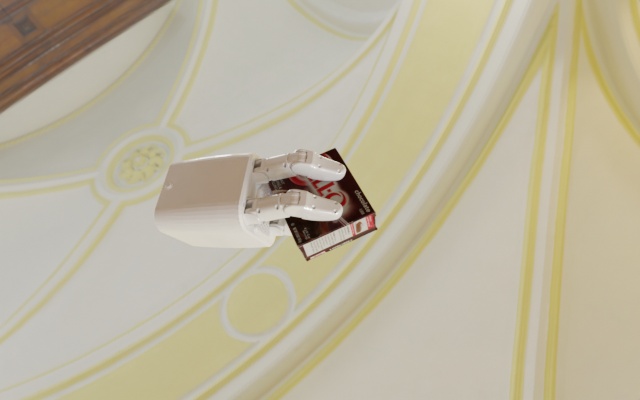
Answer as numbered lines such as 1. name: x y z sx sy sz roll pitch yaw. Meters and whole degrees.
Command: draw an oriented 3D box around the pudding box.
1. pudding box: 0.000 0.002 0.537 0.090 0.113 0.039 -25 -37 -5
